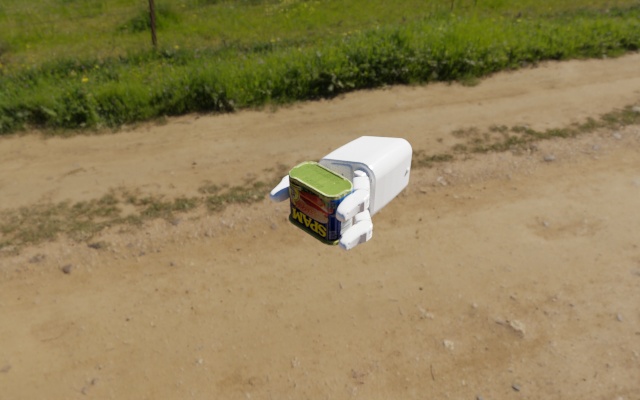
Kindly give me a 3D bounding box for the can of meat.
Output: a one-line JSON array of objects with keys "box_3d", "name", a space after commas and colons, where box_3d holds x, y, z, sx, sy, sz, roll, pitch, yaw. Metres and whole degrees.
[{"box_3d": [0.000, 0.002, 0.683, 0.102, 0.084, 0.057, 30, 46, 34], "name": "can of meat"}]
